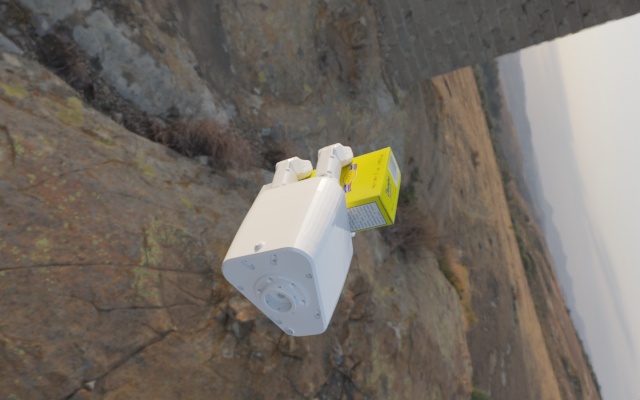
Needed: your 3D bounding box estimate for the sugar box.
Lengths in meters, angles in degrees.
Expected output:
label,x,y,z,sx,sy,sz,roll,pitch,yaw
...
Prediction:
label,x,y,z,sx,sy,sz,roll,pitch,yaw
sugar box,0.000,0.001,0.544,0.176,0.048,0.093,-13,33,25
